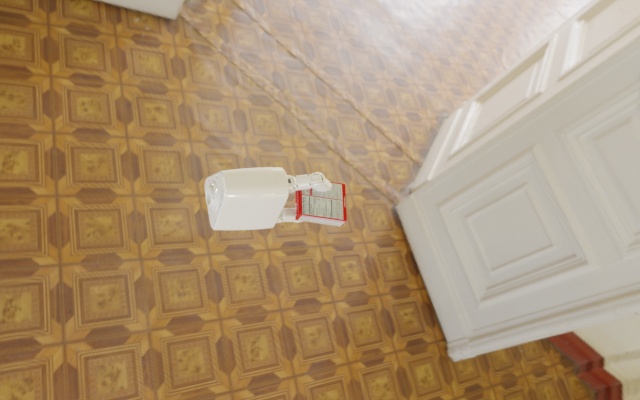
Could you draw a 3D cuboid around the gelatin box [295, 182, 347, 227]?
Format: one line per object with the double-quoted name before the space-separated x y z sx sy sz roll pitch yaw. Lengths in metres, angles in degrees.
"gelatin box" 0.001 0.003 0.833 0.089 0.073 0.030 8 -27 -20
